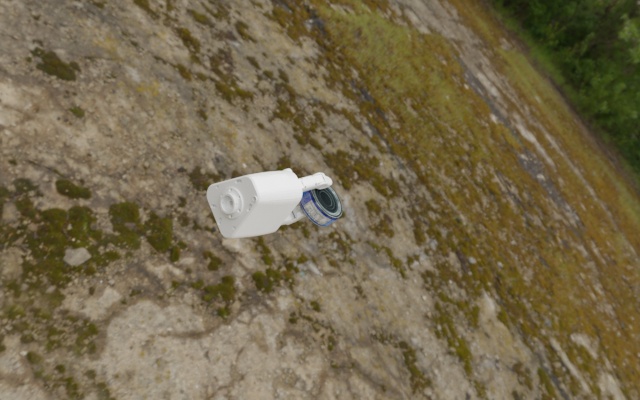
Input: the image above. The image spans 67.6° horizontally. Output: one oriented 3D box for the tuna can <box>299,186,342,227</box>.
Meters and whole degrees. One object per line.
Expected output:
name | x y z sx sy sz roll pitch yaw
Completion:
tuna can | 0.001 0.003 0.861 0.034 0.086 0.086 -34 -18 29
